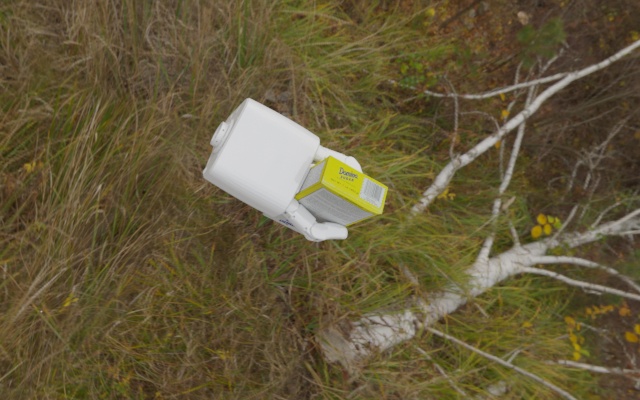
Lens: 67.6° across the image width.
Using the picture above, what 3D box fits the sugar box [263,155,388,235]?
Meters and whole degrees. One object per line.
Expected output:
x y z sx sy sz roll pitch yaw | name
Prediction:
0.000 0.002 0.646 0.093 0.048 0.176 28 -24 -22 | sugar box
